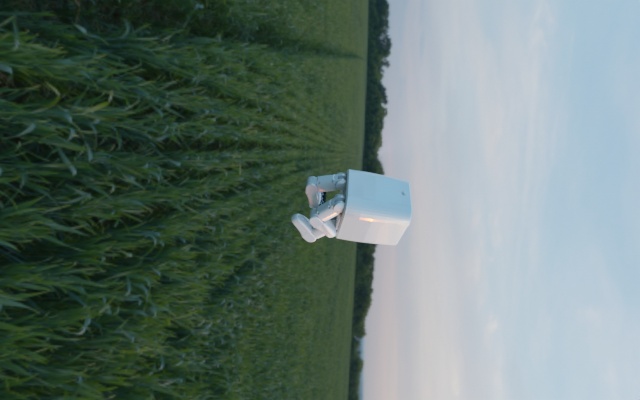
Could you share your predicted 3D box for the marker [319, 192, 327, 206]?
[{"bbox_3d":[0.000,0.003,0.838,0.020,0.020,0.121,0,43,6],"label":"marker"}]
